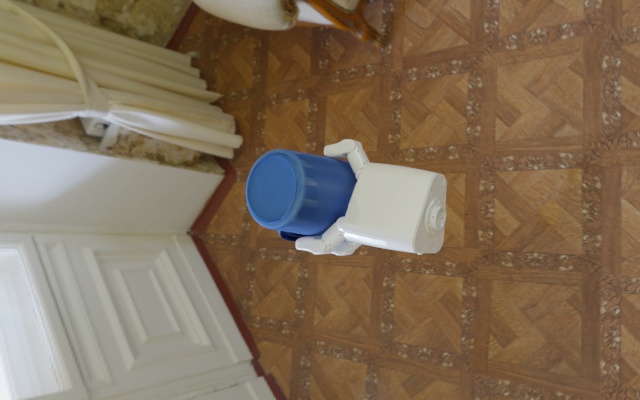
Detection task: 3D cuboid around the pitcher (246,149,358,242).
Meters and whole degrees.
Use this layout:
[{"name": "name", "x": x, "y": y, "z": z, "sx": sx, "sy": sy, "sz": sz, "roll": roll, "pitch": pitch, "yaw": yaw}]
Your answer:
[{"name": "pitcher", "x": 0.000, "y": 0.002, "z": 0.725, "sx": 0.145, "sy": 0.149, "sz": 0.243, "roll": 12, "pitch": 1, "yaw": 37}]
